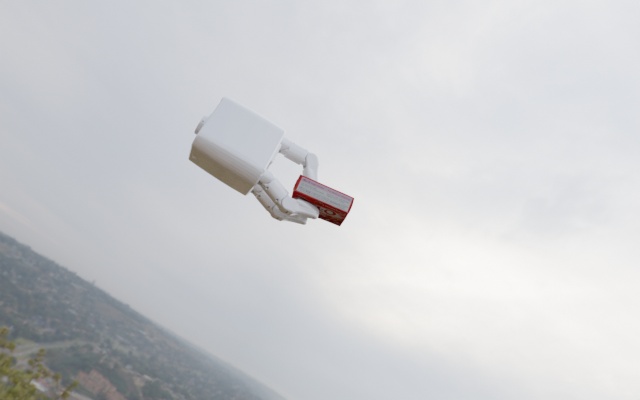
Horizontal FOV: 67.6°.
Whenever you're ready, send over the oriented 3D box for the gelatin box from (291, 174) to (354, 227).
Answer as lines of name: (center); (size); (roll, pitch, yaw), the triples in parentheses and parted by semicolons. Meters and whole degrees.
gelatin box: (0.001, 0.002, 0.720); (0.089, 0.030, 0.073); (23, -20, 0)
